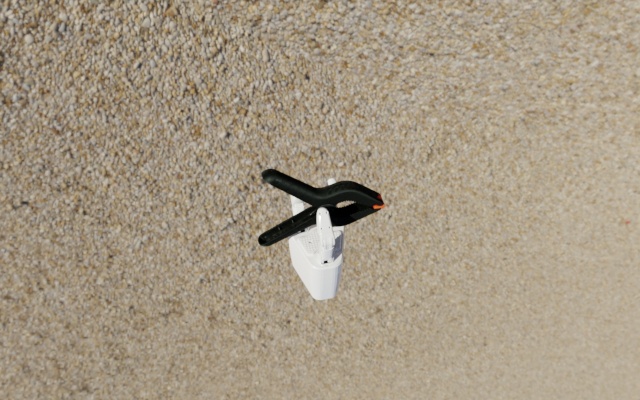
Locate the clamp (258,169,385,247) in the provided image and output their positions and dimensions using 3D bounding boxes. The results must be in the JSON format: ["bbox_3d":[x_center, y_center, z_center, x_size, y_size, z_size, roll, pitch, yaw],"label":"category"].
[{"bbox_3d":[0.001,0.003,0.749,0.210,0.036,0.165,-9,-40,-9],"label":"clamp"}]
